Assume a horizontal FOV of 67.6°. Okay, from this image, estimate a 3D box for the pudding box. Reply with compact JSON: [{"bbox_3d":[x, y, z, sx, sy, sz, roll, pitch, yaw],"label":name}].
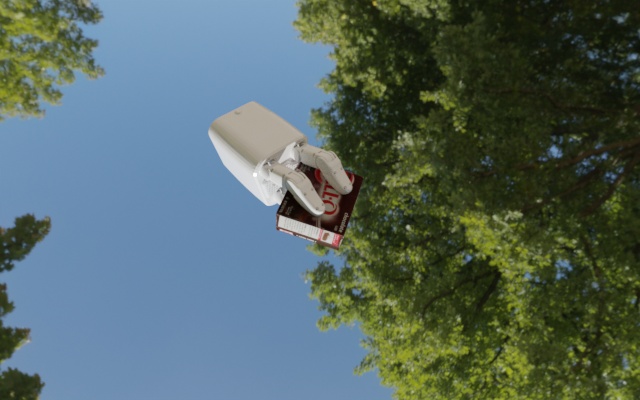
[{"bbox_3d":[0.000,0.002,0.631,0.090,0.113,0.039,17,-39,5],"label":"pudding box"}]
